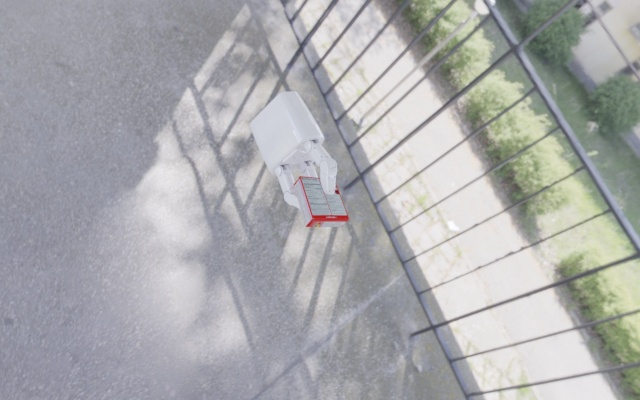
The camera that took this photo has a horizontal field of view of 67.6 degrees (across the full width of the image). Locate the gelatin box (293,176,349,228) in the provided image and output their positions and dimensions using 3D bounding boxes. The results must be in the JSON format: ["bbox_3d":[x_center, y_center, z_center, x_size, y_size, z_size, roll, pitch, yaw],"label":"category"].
[{"bbox_3d":[0.000,0.003,0.816,0.073,0.089,0.030,2,-35,-33],"label":"gelatin box"}]
